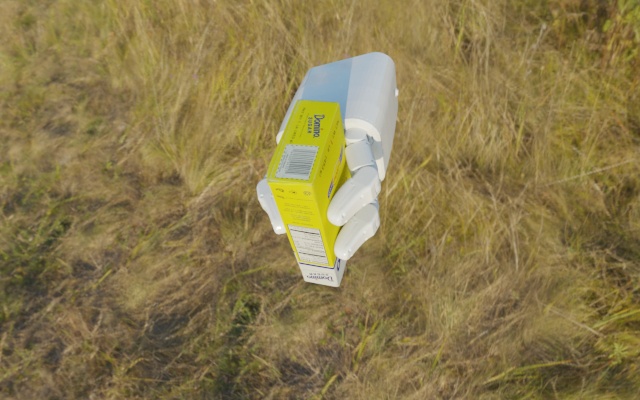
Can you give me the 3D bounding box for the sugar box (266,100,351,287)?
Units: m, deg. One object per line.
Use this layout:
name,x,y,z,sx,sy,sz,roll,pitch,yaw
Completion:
sugar box,0.001,0.001,0.455,0.048,0.093,0.176,7,-34,18
